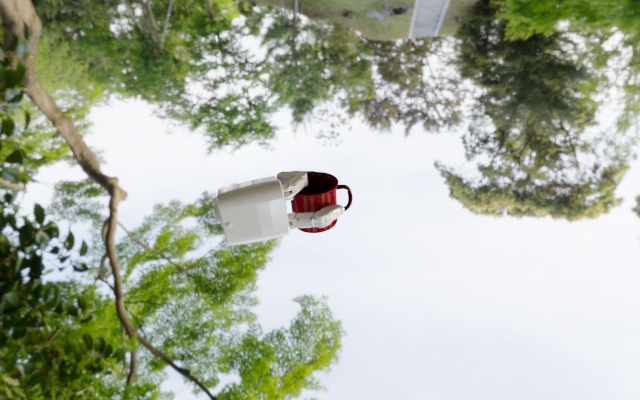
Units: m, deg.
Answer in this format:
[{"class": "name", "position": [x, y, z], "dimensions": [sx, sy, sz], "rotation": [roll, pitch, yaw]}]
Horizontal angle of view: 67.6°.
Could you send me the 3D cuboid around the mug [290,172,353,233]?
[{"class": "mug", "position": [0.002, 0.003, 0.852], "dimensions": [0.117, 0.081, 0.093], "rotation": [-10, 29, -8]}]
